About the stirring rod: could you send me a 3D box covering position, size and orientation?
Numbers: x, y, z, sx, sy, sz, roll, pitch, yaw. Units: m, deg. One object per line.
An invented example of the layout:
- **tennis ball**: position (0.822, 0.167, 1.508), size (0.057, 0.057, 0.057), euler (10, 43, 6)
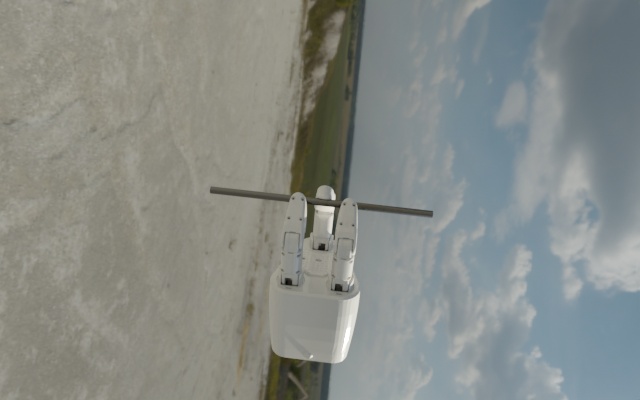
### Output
- **stirring rod**: position (0.000, 0.002, 0.515), size (0.239, 0.011, 0.011), euler (6, 0, 2)
